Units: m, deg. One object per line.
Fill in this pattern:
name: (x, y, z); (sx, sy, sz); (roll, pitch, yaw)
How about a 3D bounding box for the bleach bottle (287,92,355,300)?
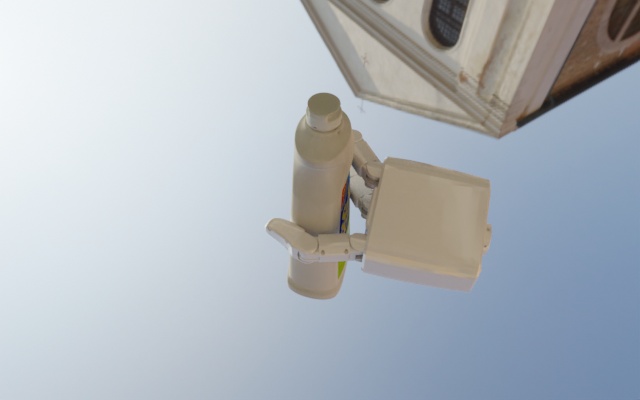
bleach bottle: (0.000, 0.002, 0.492); (0.068, 0.102, 0.251); (11, -36, 8)
